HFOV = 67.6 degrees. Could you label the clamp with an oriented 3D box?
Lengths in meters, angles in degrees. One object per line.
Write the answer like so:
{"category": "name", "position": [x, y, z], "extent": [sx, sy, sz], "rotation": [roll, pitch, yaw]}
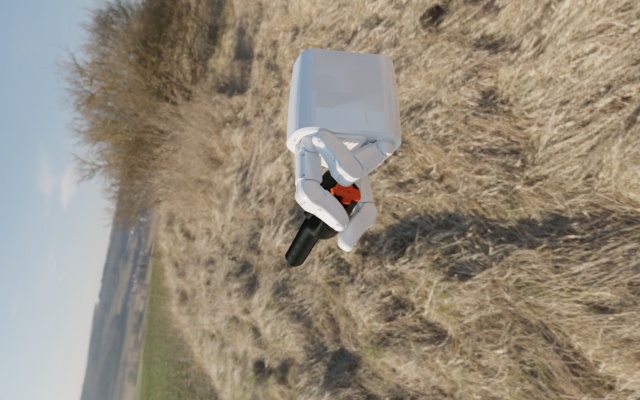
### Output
{"category": "clamp", "position": [0.000, 0.002, 0.558], "extent": [0.039, 0.120, 0.171], "rotation": [11, -25, -22]}
